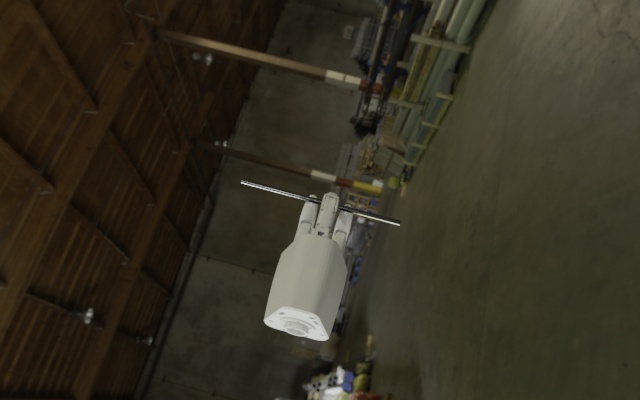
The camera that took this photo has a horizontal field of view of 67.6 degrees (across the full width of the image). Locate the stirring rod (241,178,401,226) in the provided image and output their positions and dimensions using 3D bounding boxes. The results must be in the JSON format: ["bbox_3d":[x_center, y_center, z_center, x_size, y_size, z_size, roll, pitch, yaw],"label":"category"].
[{"bbox_3d":[0.000,0.002,0.702,0.239,0.011,0.011,15,0,2],"label":"stirring rod"}]
